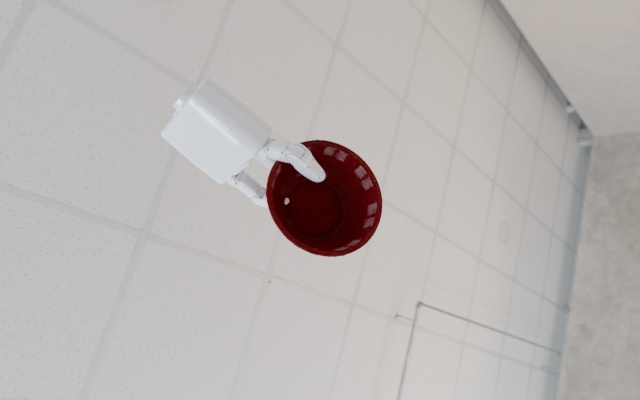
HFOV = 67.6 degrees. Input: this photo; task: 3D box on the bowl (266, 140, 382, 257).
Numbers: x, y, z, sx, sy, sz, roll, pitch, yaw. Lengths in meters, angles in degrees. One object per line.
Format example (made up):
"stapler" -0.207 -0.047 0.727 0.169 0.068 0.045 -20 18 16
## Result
"bowl" 0.001 0.003 0.648 0.162 0.162 0.055 0 -18 -19
